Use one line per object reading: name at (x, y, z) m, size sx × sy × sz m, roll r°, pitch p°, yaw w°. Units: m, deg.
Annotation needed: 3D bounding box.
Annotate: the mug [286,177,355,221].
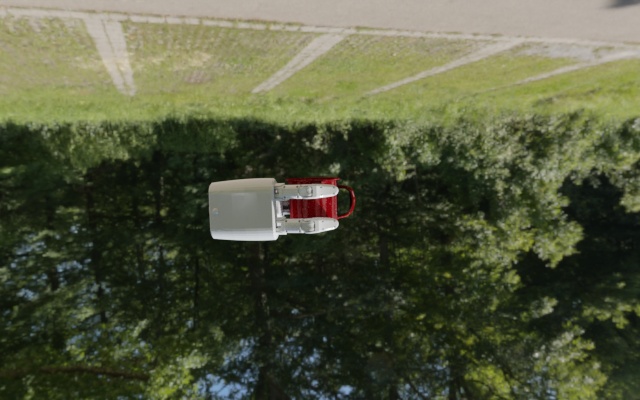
mug at (0.002, 0.003, 0.812) m, size 0.117 × 0.081 × 0.093 m, roll -1°, pitch 5°, yaw 6°
